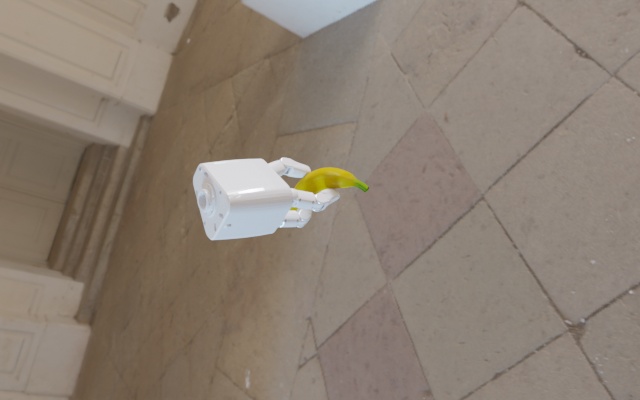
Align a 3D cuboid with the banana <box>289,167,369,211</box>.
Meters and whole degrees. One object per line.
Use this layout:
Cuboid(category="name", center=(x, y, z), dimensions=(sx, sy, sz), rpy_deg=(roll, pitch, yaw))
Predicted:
Cuboid(category="banana", center=(-0.007, -0.014, 0.813), dimensions=(0.037, 0.069, 0.198), rpy_deg=(-37, 9, -40))
